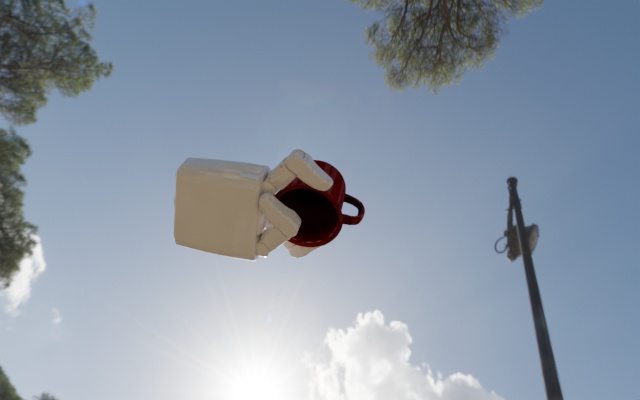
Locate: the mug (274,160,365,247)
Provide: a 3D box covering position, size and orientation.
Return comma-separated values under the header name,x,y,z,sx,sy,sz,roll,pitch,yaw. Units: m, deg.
name,x,y,z,sx,sy,sz,roll,pitch,yaw
mug,0.002,0.002,0.617,0.117,0.093,0.081,11,33,5
